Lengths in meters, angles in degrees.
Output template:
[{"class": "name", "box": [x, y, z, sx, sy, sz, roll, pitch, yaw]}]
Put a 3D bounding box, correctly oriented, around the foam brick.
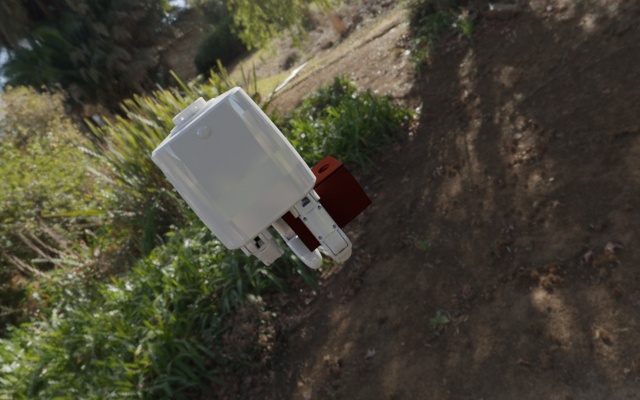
[{"class": "foam brick", "box": [0.000, 0.001, 0.466, 0.078, 0.051, 0.053, -39, 19, -3]}]
